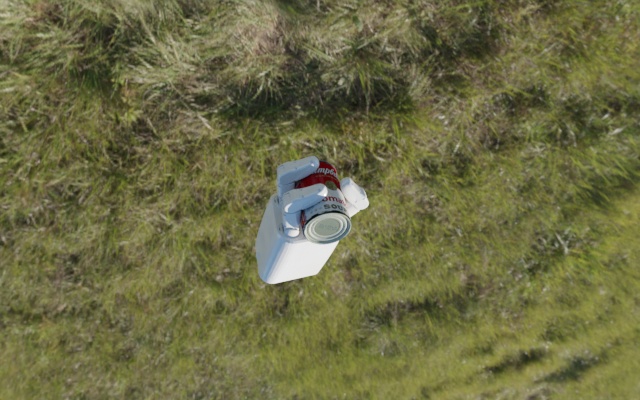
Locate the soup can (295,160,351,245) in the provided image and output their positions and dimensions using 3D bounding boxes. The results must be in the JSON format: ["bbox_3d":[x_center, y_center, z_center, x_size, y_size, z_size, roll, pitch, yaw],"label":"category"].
[{"bbox_3d":[0.000,0.002,0.666,0.068,0.102,0.069,-8,-43,-7],"label":"soup can"}]
